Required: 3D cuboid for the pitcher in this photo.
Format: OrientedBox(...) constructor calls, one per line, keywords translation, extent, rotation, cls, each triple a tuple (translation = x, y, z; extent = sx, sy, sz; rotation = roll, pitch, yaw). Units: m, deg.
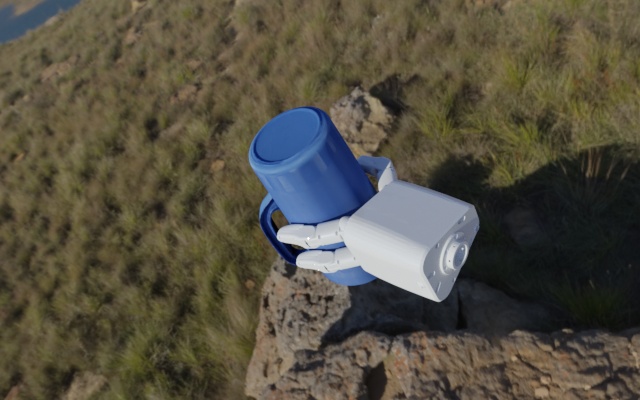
OrientedBox(translation=(0.000, 0.002, 0.631), extent=(0.145, 0.149, 0.243), rotation=(23, -24, 42), cls="pitcher")
